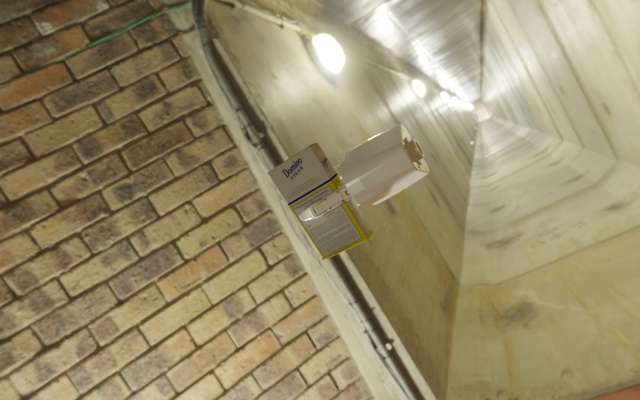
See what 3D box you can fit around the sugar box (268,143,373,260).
[{"bbox_3d":[0.000,0.002,0.786,0.093,0.176,0.048,-29,4,25],"label":"sugar box"}]
